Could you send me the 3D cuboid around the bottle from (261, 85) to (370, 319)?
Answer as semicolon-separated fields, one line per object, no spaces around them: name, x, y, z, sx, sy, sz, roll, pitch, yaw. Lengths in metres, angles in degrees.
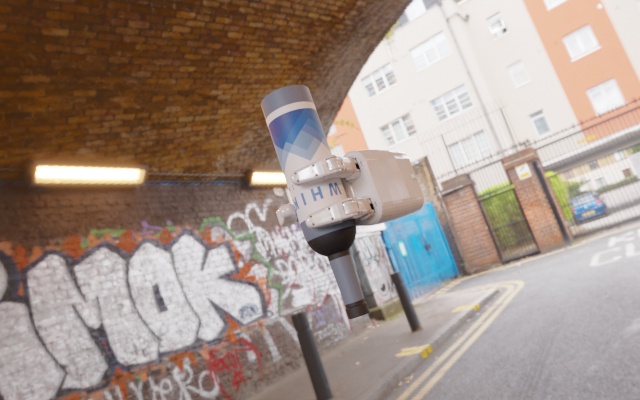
bottle;0.000;0.002;0.601;0.069;0.295;0.069;-18;-10;-3
